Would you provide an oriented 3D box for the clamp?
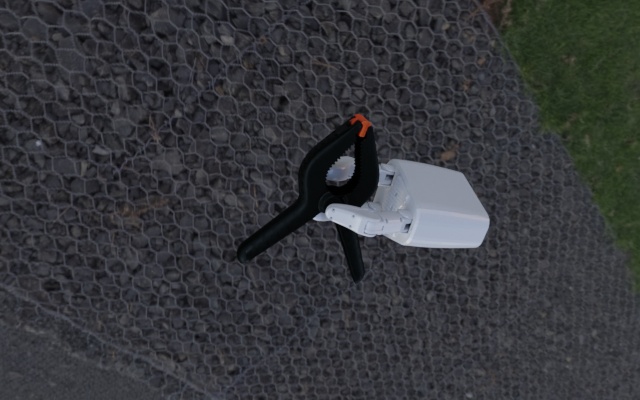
[{"bbox_3d":[0.001,0.002,0.543,0.164,0.210,0.036,7,24,-21],"label":"clamp"}]
